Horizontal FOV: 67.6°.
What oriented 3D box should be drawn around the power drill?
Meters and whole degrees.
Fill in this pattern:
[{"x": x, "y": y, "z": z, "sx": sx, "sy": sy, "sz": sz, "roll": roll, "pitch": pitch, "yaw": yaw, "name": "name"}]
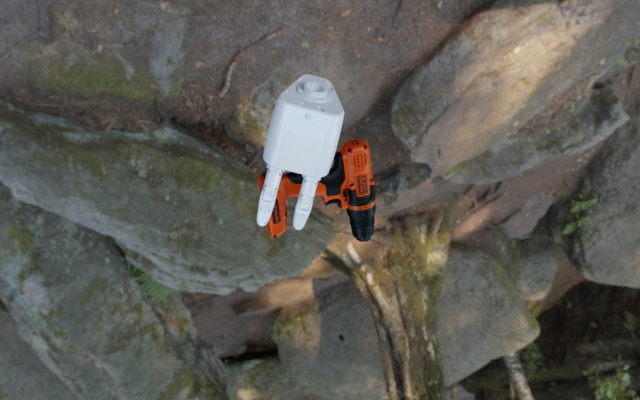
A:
[{"x": 0.000, "y": 0.002, "z": 0.783, "sx": 0.187, "sy": 0.184, "sz": 0.057, "roll": -14, "pitch": 26, "yaw": -12, "name": "power drill"}]
